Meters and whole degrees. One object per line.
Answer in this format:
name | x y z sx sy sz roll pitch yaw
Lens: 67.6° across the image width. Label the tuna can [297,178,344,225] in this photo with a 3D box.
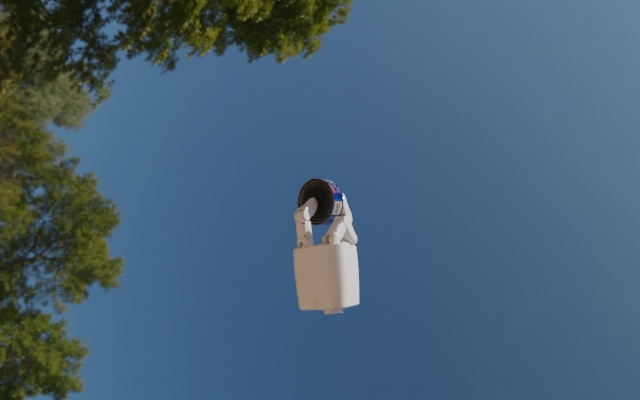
tuna can | 0.000 0.003 0.880 0.086 0.086 0.034 0 -2 39
